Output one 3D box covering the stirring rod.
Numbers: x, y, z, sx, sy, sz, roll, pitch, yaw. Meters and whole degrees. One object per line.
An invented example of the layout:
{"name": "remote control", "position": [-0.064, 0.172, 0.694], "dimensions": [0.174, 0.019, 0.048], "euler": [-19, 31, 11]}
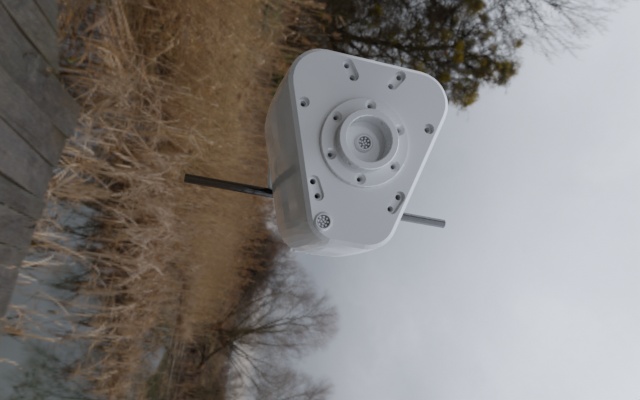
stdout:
{"name": "stirring rod", "position": [0.000, 0.001, 0.431], "dimensions": [0.239, 0.011, 0.011], "euler": [10, -2, -10]}
